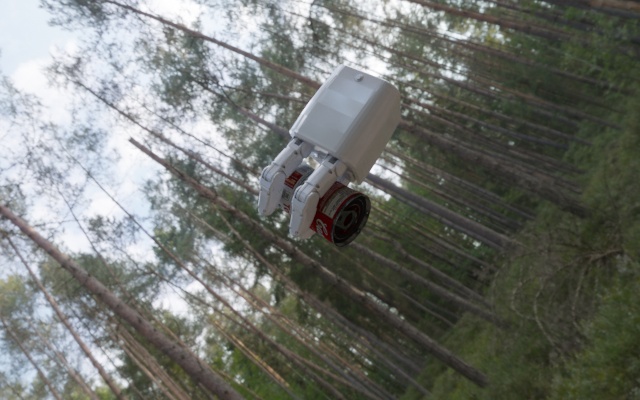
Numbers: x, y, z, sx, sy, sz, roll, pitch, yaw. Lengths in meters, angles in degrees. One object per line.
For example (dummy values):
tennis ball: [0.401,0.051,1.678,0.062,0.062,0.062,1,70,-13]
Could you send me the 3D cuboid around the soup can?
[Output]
soup can: [0.000,0.002,0.577,0.102,0.068,0.068,31,17,32]
